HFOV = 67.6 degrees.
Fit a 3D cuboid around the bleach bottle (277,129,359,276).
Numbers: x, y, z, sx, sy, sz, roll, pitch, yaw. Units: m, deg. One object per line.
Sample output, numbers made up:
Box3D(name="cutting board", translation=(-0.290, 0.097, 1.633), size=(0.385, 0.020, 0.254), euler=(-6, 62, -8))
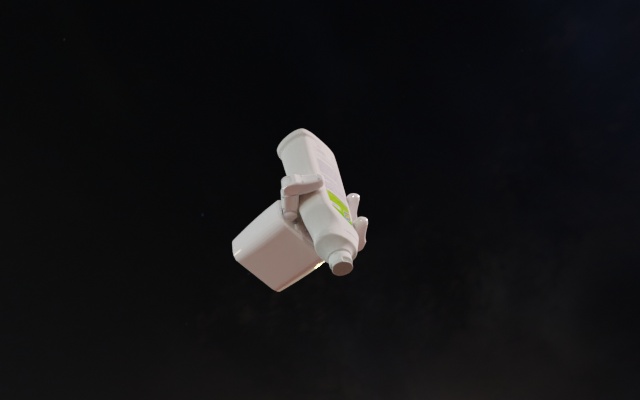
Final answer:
Box3D(name="bleach bottle", translation=(0.000, 0.002, 0.710), size=(0.068, 0.250, 0.103), euler=(-39, -51, 20))
